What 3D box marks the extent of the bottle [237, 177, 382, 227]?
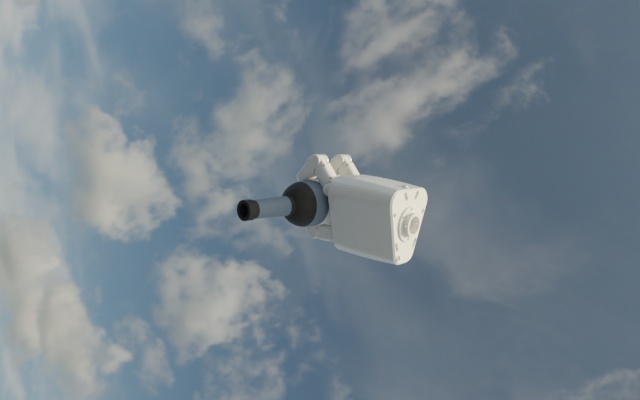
[{"bbox_3d":[0.000,0.002,0.716,0.069,0.069,0.295,0,4,42],"label":"bottle"}]
